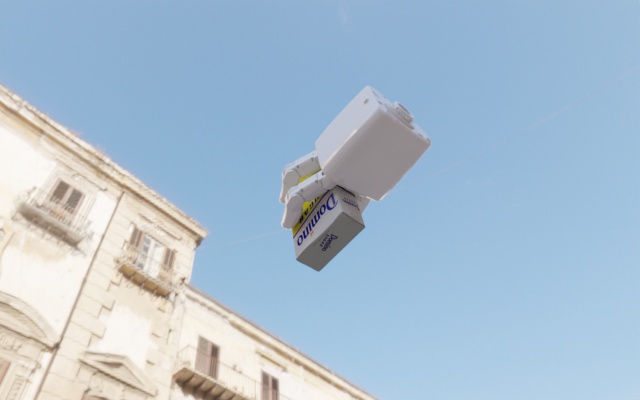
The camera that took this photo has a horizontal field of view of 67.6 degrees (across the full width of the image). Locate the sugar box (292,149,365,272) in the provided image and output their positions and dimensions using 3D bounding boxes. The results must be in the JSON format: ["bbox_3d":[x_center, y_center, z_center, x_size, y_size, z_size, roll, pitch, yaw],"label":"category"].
[{"bbox_3d":[0.000,0.002,0.652,0.048,0.093,0.176,32,25,-25],"label":"sugar box"}]
